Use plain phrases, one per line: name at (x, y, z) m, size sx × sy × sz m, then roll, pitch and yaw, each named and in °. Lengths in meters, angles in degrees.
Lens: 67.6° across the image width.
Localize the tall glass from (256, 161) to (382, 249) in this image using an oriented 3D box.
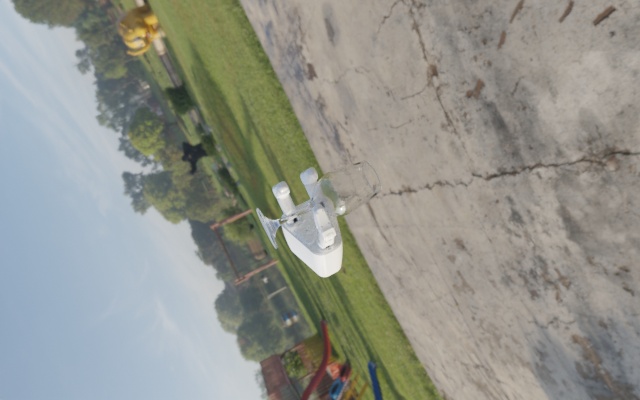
tall glass at (0.000, 0.003, 0.790) m, size 0.201 × 0.079 × 0.079 m, roll -26°, pitch 6°, yaw -12°
